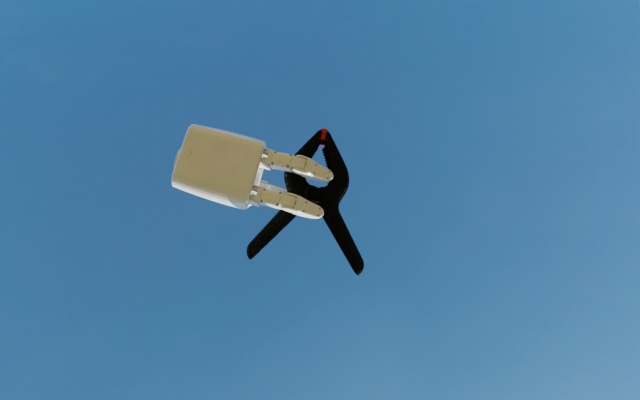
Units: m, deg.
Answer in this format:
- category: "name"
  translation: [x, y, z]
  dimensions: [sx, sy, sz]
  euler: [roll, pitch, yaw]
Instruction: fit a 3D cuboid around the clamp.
- category: "clamp"
  translation: [0.000, 0.002, 0.684]
  dimensions: [0.164, 0.210, 0.036]
  euler: [16, -14, -8]
